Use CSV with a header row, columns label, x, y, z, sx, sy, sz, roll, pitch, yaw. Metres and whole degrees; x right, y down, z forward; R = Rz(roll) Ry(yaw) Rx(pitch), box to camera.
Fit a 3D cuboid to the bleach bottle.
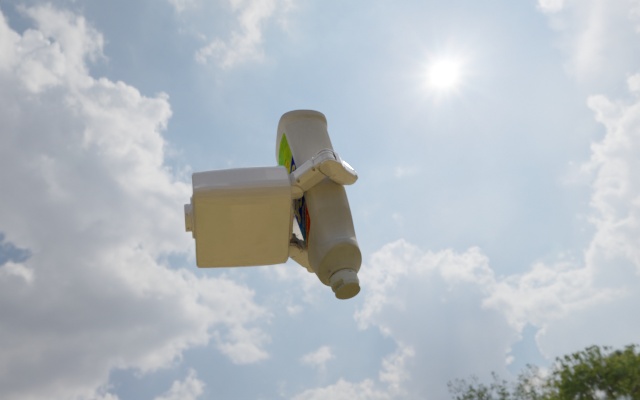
label,x,y,z,sx,sy,sz,roll,pitch,yaw
bleach bottle,0.000,0.002,0.574,0.068,0.103,0.250,-4,45,-16
